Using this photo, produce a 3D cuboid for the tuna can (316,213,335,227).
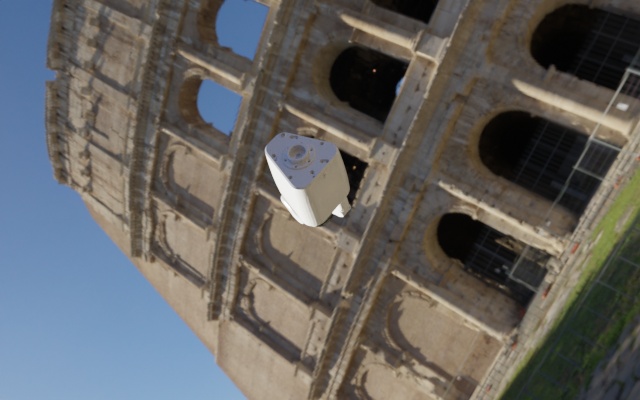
[{"bbox_3d":[0.000,0.003,0.864,0.033,0.086,0.086,28,14,28],"label":"tuna can"}]
